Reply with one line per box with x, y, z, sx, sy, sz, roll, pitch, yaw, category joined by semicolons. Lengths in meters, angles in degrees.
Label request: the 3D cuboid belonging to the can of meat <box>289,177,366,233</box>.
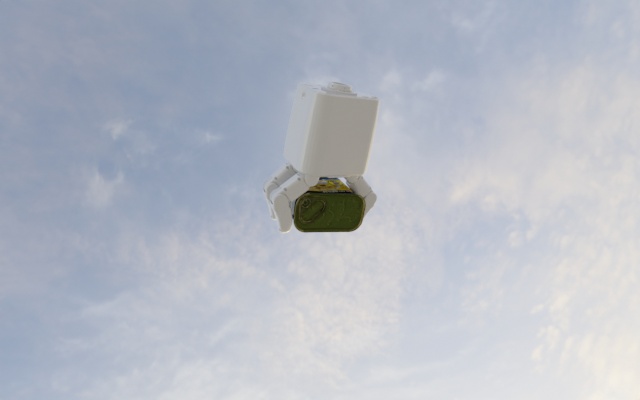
0.000;0.002;0.681;0.102;0.057;0.084;0;22;-21;can of meat
